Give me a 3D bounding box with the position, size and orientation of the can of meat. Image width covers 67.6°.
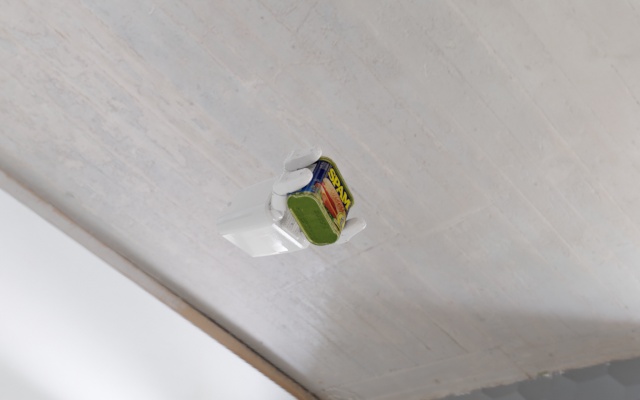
[{"bbox_3d":[0.000,0.003,0.688,0.057,0.102,0.084,-11,35,29],"label":"can of meat"}]
